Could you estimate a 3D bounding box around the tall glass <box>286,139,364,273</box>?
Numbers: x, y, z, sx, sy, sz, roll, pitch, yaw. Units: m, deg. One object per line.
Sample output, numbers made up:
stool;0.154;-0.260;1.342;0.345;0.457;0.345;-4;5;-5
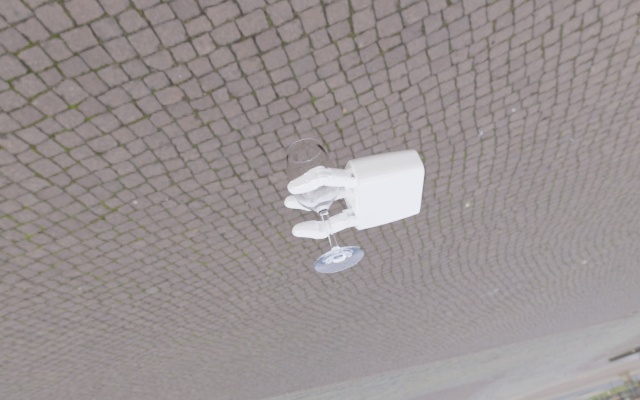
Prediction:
tall glass;0.000;0.003;0.717;0.079;0.201;0.079;-14;-30;-8
